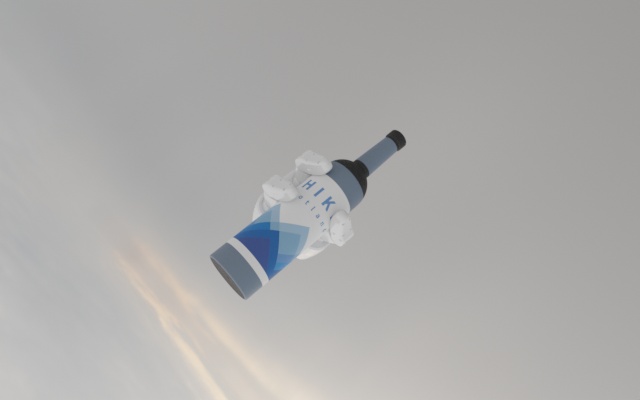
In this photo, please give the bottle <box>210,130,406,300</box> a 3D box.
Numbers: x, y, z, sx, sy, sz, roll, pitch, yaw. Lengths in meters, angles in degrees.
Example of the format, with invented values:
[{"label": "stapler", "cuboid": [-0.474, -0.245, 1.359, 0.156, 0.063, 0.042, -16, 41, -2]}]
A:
[{"label": "bottle", "cuboid": [0.000, 0.002, 0.598, 0.295, 0.069, 0.069, -39, 16, -21]}]
